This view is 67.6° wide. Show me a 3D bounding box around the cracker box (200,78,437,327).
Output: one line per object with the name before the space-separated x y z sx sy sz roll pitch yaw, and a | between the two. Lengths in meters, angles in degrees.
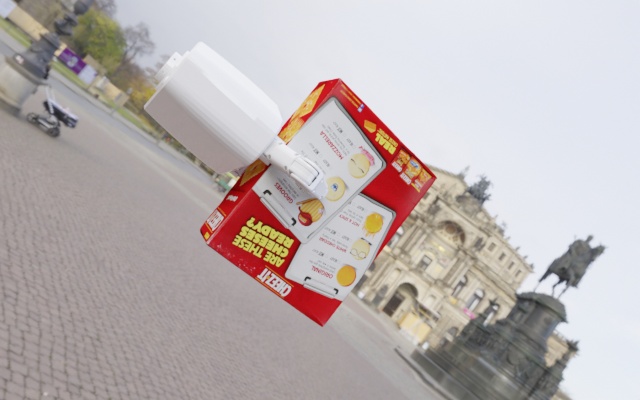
cracker box | 0.000 0.002 0.526 0.164 0.213 0.072 41 -6 -22
